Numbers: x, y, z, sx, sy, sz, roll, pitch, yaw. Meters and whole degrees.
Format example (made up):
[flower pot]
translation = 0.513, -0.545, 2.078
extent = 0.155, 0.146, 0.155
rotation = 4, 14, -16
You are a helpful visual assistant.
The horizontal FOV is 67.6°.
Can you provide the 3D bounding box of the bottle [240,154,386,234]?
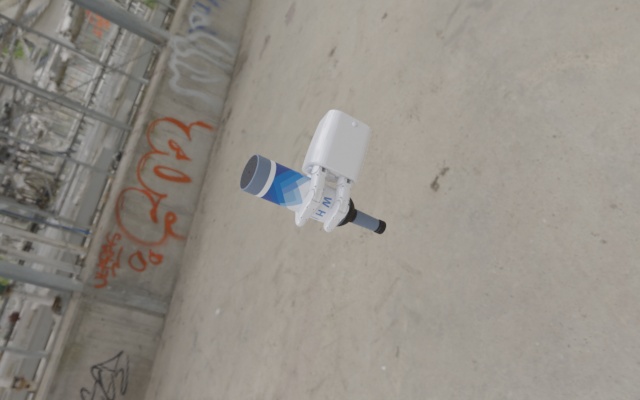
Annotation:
[bottle]
translation = 0.000, 0.003, 0.870
extent = 0.296, 0.069, 0.069
rotation = 23, -11, -27
